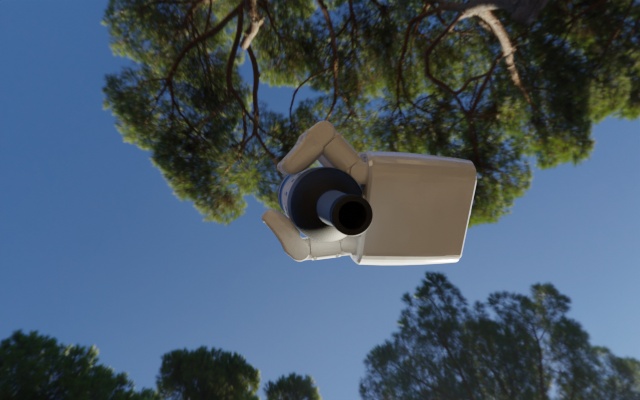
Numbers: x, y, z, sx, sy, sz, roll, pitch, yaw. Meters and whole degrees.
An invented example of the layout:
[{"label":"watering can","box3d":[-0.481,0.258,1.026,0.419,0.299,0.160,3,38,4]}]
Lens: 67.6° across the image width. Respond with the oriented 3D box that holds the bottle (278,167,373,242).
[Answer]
[{"label":"bottle","box3d":[0.000,0.001,0.457,0.069,0.069,0.295,0,3,-8]}]
